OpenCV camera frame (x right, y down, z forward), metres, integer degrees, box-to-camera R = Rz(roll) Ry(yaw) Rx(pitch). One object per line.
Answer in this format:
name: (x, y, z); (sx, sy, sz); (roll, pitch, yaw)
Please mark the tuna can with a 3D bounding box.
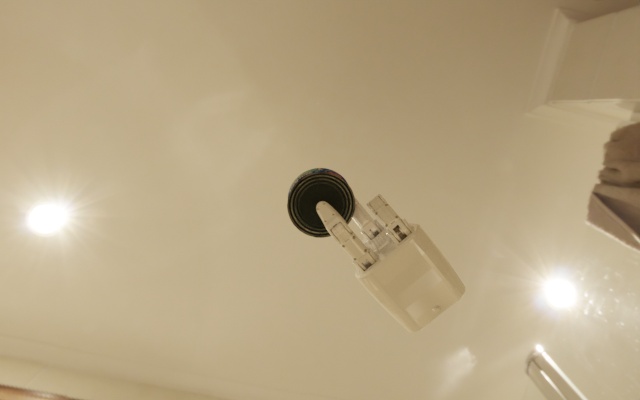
tuna can: (0.000, 0.002, 0.613); (0.086, 0.086, 0.033); (0, 16, -4)
